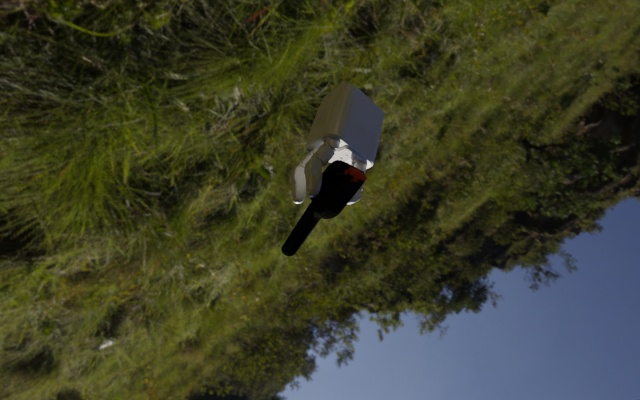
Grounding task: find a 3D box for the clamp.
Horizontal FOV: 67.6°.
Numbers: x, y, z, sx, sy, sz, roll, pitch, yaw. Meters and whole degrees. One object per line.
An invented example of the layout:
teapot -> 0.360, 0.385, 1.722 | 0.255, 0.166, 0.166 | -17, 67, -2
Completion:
clamp -> 0.001, 0.002, 0.755 | 0.036, 0.164, 0.210 | 22, -21, -23
